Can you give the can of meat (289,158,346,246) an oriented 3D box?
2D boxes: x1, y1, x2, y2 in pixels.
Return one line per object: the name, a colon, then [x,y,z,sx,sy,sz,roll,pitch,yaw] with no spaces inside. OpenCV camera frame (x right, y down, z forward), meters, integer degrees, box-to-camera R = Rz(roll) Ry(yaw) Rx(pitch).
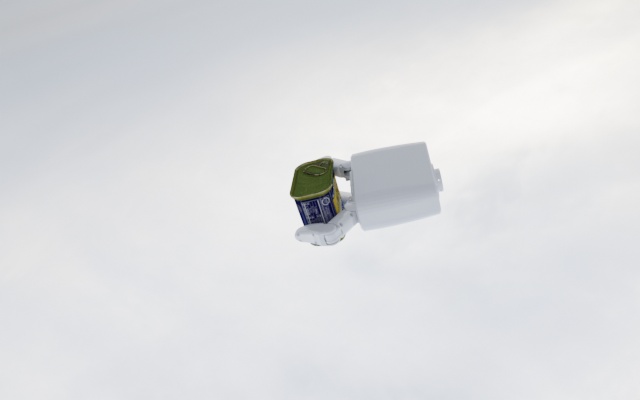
can of meat: [0.000,0.002,0.658,0.057,0.084,0.102,-13,29,10]
